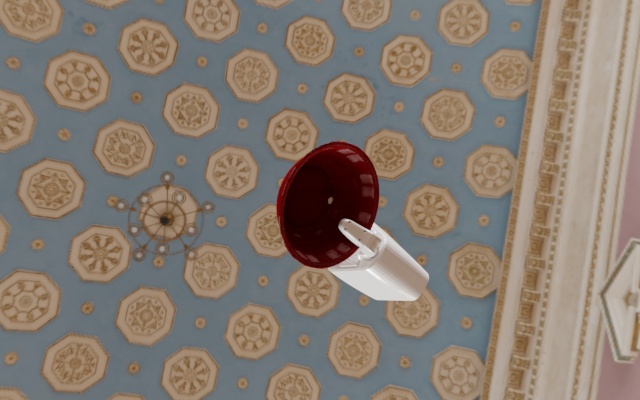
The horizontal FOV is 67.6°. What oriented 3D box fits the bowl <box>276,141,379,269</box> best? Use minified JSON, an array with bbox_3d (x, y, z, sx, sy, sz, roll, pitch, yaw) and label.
[{"bbox_3d":[-0.001,0.001,0.610,0.162,0.162,0.055,0,13,-40],"label":"bowl"}]
